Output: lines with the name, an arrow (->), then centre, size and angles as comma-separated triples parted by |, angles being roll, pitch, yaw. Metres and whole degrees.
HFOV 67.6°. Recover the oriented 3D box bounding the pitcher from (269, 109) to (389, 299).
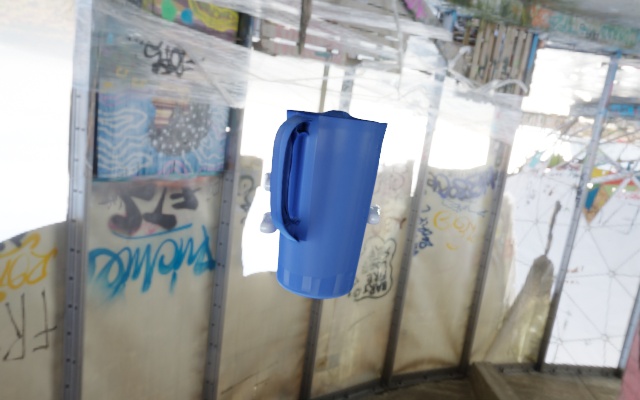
pitcher -> 0.000, 0.002, 0.631 | 0.149, 0.243, 0.145 | 6, 11, -10
